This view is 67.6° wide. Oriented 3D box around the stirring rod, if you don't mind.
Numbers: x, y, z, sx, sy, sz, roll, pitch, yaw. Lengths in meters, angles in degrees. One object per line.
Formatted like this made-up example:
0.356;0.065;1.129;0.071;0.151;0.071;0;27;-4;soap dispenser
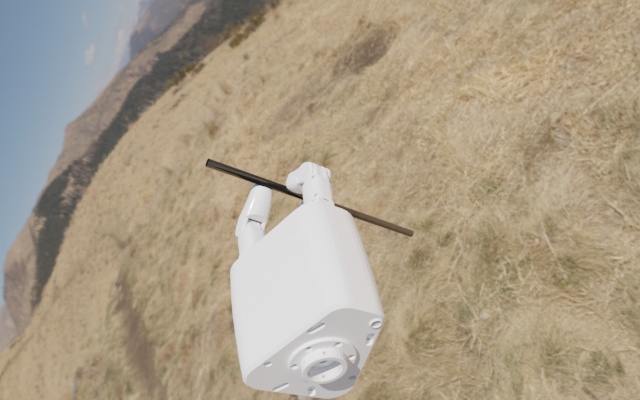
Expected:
0.000;0.002;0.482;0.239;0.011;0.011;19;-9;-26;stirring rod
